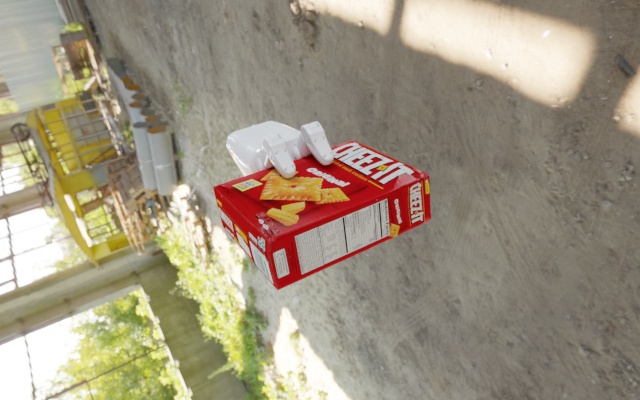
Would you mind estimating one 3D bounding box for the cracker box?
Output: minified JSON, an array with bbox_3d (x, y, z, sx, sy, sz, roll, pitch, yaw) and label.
[{"bbox_3d":[0.000,0.002,0.584,0.213,0.072,0.164,-22,32,-23],"label":"cracker box"}]
